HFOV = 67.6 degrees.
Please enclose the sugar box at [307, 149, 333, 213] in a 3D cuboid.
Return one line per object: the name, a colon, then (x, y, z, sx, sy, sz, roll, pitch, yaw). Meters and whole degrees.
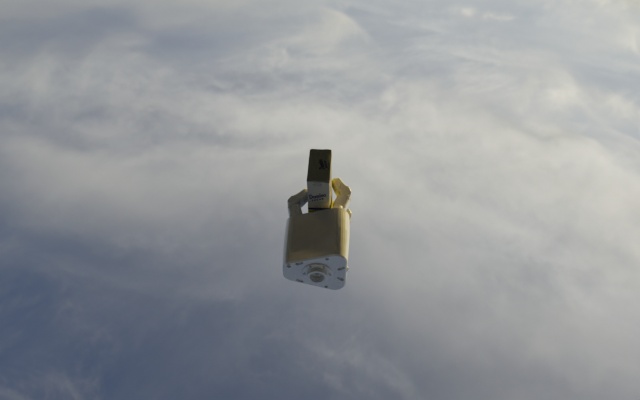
sugar box: (0.001, 0.003, 0.874, 0.048, 0.176, 0.093, 3, 43, 1)
